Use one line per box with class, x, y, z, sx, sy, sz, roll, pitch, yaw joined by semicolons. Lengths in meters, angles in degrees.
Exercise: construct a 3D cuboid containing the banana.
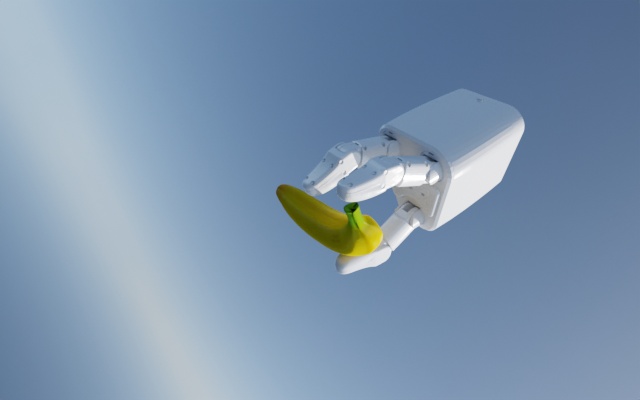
banana;0.009;0.018;0.465;0.037;0.070;0.198;-32;16;-18
